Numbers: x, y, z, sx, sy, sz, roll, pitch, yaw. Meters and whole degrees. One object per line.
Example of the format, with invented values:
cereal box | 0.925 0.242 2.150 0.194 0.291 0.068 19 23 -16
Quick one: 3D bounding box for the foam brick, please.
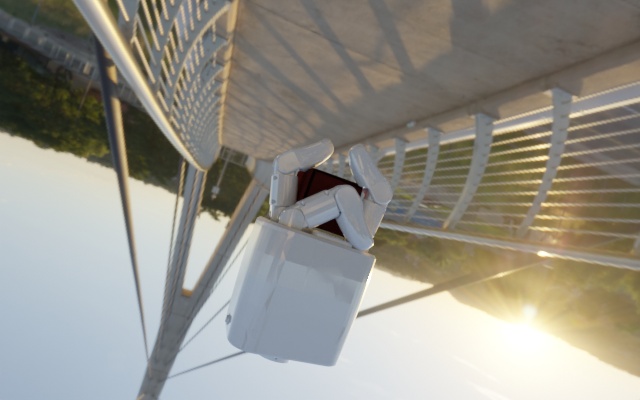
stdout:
foam brick | 0.000 0.001 0.470 0.053 0.051 0.078 19 -3 -12
